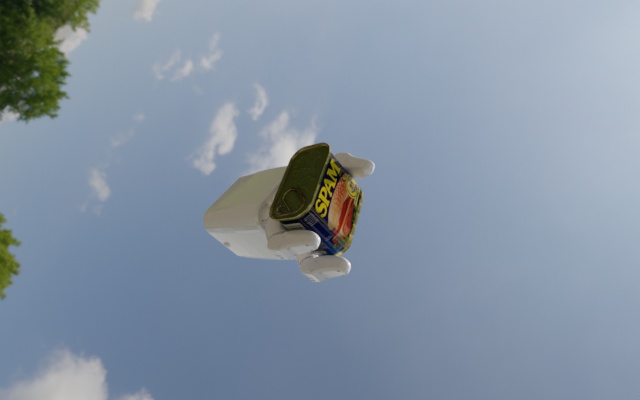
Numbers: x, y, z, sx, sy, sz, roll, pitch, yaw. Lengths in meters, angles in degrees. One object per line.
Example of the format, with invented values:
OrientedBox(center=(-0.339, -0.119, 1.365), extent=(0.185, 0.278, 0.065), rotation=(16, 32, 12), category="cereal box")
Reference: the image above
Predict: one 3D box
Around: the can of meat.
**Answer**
OrientedBox(center=(0.000, 0.002, 0.536), extent=(0.057, 0.102, 0.084), rotation=(-9, -41, 37), category="can of meat")
